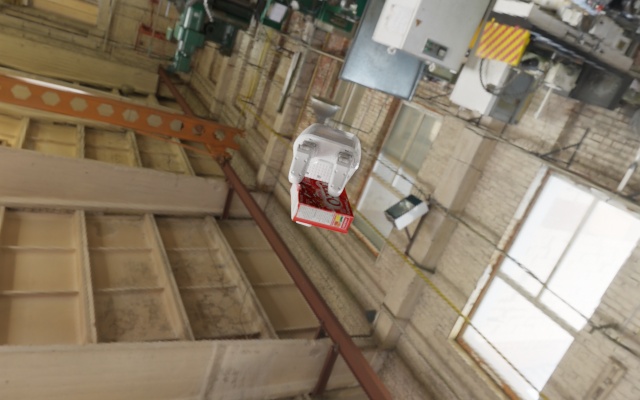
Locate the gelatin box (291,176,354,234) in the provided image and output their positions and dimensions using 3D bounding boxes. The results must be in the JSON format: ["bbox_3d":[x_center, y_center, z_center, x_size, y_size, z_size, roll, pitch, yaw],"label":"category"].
[{"bbox_3d":[0.000,0.003,0.623,0.073,0.030,0.089,15,25,-12],"label":"gelatin box"}]
